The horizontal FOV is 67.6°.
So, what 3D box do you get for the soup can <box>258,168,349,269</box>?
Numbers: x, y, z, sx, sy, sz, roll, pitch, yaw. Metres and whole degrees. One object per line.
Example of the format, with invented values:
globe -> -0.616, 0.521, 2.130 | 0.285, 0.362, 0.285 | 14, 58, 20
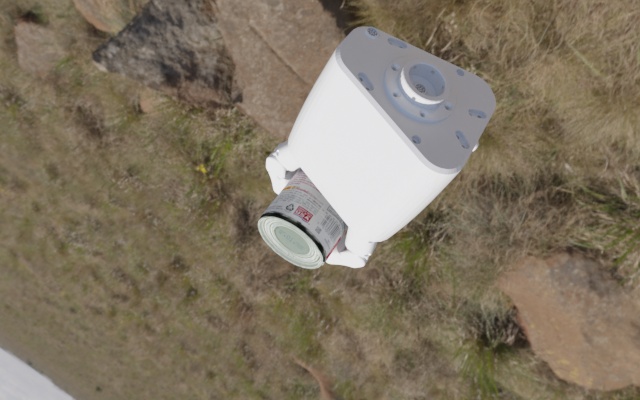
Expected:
soup can -> 0.000, 0.002, 0.425 | 0.068, 0.068, 0.102 | 0, 43, 44
